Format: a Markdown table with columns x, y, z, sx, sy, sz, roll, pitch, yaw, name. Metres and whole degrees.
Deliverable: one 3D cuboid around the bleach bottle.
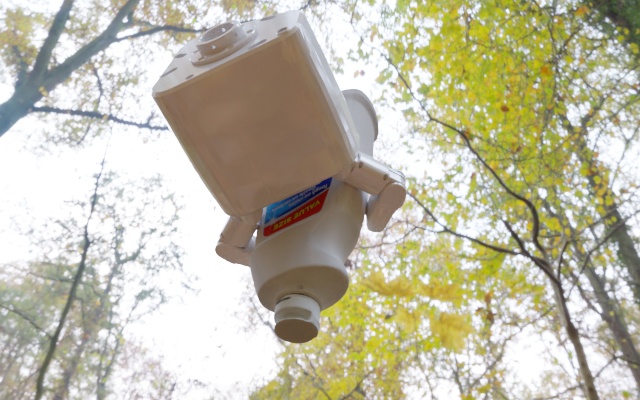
| x | y | z | sx | sy | sz | roll | pitch | yaw | name |
| --- | --- | --- | --- | --- | --- | --- | --- | --- | --- |
| 0.000 | 0.001 | 0.401 | 0.102 | 0.068 | 0.250 | -15 | 38 | 17 | bleach bottle |
